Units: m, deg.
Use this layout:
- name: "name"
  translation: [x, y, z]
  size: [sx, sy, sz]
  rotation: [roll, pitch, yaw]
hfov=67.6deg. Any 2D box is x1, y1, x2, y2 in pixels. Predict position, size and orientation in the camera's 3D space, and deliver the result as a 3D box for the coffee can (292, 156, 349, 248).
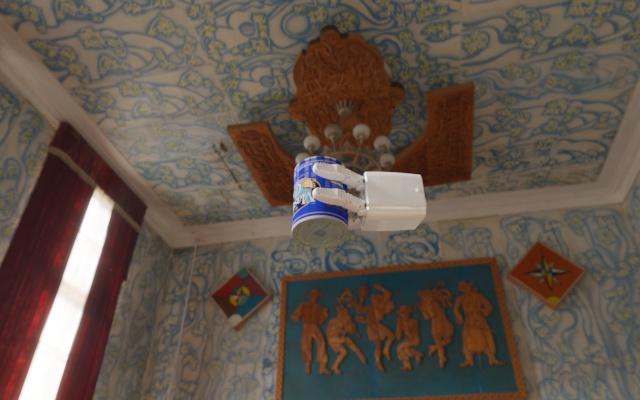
- name: "coffee can"
  translation: [0.000, 0.003, 0.885]
  size: [0.103, 0.140, 0.103]
  rotation: [0, -35, 0]
